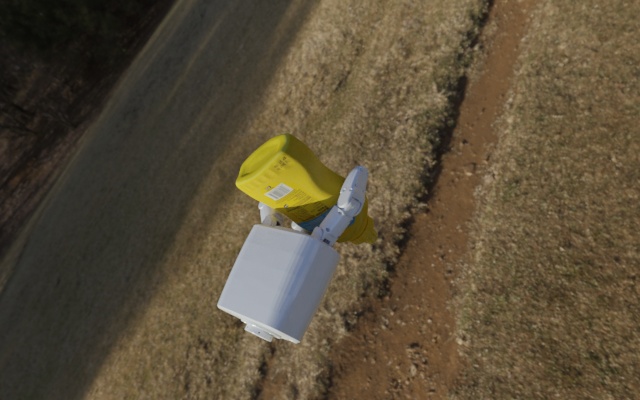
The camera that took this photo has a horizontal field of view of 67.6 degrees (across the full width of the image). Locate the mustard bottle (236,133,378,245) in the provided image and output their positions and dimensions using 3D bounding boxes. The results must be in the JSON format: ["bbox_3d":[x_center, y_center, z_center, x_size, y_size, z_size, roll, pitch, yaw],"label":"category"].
[{"bbox_3d":[0.000,0.001,0.578,0.192,0.058,0.096,35,-45,-28],"label":"mustard bottle"}]
